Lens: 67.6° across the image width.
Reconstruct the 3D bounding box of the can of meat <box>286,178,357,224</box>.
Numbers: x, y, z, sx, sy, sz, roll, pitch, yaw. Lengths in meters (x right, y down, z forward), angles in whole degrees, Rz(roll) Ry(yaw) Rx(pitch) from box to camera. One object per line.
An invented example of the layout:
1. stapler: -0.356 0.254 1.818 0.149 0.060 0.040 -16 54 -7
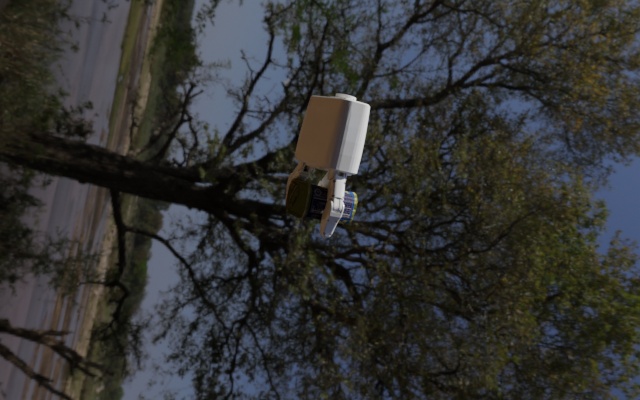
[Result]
1. can of meat: 0.000 0.003 0.761 0.084 0.057 0.102 10 3 -21
